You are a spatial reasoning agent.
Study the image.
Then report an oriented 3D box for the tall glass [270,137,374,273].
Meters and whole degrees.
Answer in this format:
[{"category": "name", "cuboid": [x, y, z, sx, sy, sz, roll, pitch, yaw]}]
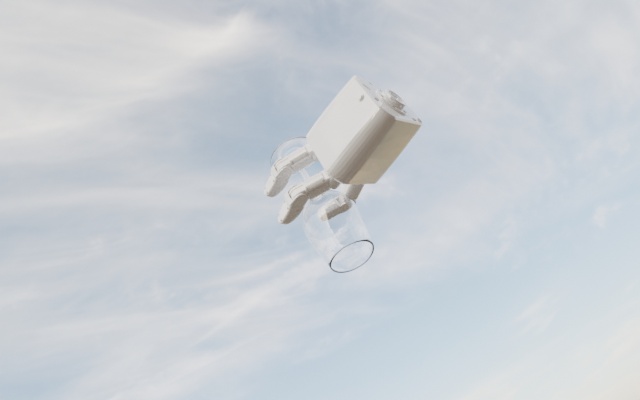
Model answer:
[{"category": "tall glass", "cuboid": [0.000, 0.002, 0.652, 0.079, 0.079, 0.201, 0, 44, -33]}]
